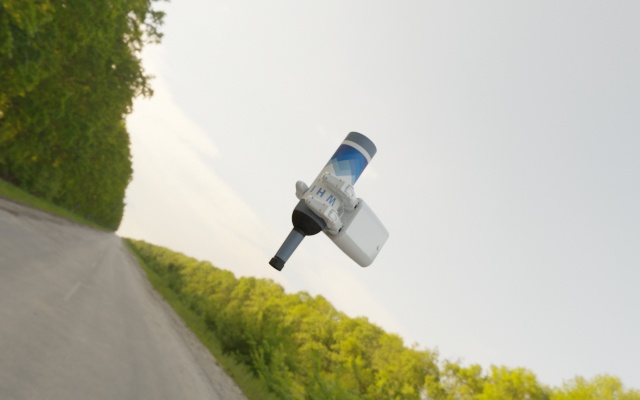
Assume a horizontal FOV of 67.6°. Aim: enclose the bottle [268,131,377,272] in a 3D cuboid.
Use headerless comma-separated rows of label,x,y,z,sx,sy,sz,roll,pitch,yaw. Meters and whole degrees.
bottle,0.000,0.003,0.880,0.069,0.295,0.069,32,-18,11
